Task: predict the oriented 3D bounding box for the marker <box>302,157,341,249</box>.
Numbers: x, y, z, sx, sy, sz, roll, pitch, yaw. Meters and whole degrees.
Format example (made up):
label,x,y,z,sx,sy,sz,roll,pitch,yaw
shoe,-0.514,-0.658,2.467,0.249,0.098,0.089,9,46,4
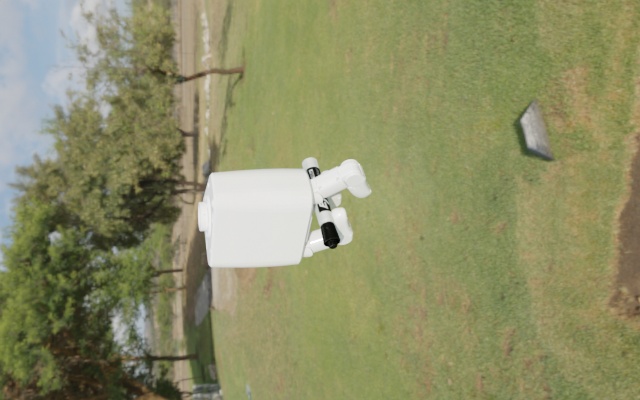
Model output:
label,x,y,z,sx,sy,sz,roll,pitch,yaw
marker,0.000,0.002,0.541,0.020,0.121,0.020,-11,-35,-7
